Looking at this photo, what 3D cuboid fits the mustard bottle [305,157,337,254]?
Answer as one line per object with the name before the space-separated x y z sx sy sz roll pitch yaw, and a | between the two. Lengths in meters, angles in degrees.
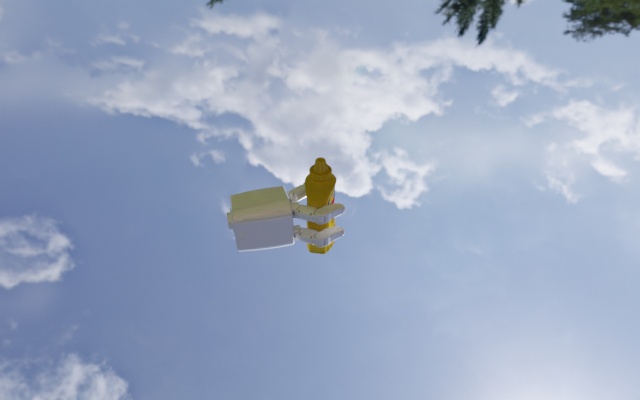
mustard bottle | 0.000 0.003 0.900 0.058 0.192 0.096 7 39 10
